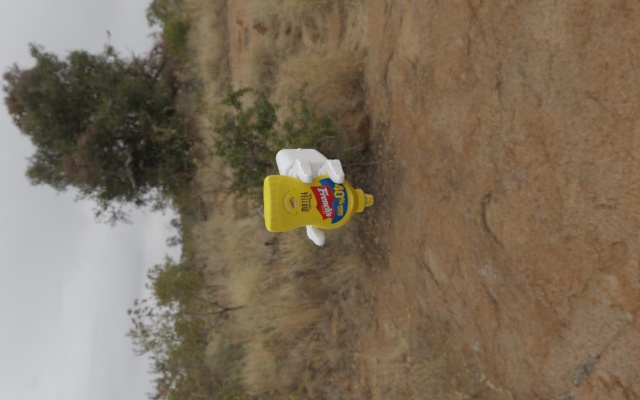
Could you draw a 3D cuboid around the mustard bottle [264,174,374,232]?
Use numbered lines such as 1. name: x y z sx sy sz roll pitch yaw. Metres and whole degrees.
1. mustard bottle: 0.000 0.003 0.832 0.191 0.096 0.058 -2 -3 -16
